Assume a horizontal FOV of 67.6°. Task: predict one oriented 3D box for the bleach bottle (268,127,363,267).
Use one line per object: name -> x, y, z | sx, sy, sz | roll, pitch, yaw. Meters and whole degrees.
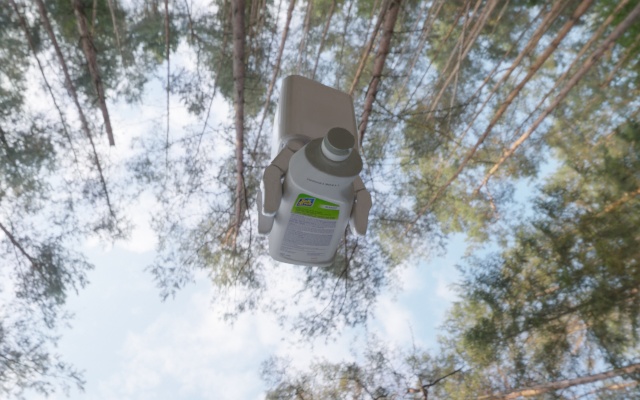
bleach bottle -> 0.000, 0.002, 0.578 | 0.102, 0.068, 0.251 | 6, -31, -12
